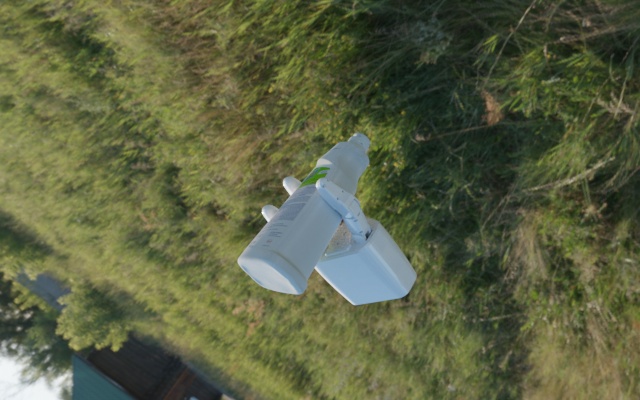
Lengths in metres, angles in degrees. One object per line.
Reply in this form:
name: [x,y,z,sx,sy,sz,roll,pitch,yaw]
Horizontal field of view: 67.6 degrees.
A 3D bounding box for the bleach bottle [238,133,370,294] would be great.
bleach bottle: [0.000,0.002,0.629,0.102,0.250,0.068,-5,-48,52]
